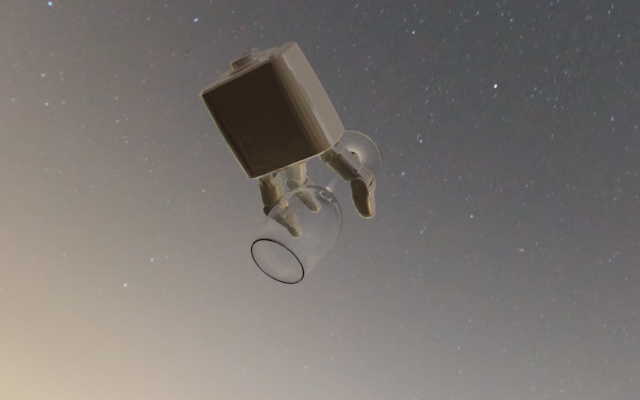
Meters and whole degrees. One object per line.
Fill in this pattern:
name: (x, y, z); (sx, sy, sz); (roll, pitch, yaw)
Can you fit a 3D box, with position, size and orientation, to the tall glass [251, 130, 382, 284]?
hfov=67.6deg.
tall glass: (0.001, 0.001, 0.541); (0.079, 0.079, 0.201); (0, 37, 33)
